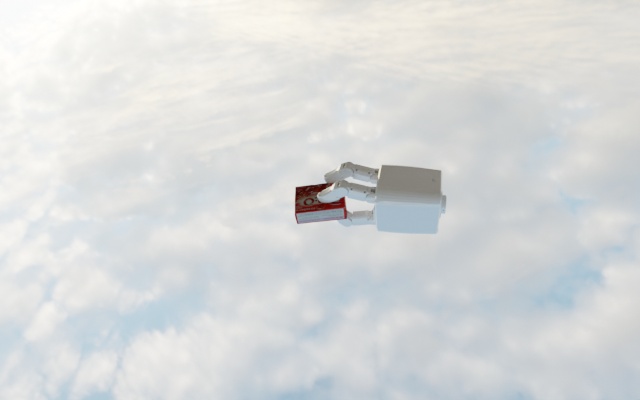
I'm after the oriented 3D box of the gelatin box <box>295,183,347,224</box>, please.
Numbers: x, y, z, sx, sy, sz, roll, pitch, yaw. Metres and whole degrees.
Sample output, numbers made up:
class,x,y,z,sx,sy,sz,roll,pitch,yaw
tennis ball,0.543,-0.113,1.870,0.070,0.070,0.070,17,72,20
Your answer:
class,x,y,z,sx,sy,sz,roll,pitch,yaw
gelatin box,0.000,0.003,0.835,0.089,0.030,0.073,-7,40,4
